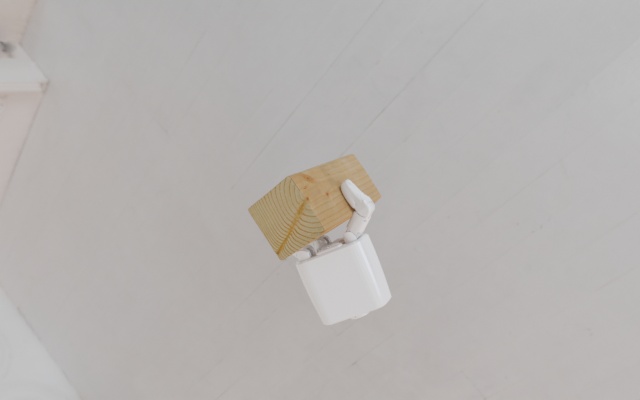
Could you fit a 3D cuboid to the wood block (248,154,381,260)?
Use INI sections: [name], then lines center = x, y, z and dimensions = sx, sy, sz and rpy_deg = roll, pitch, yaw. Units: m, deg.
[wood block]
center = 0.000, 0.003, 0.727
dimensions = 0.091, 0.090, 0.206
rpy_deg = -36, -5, 31
